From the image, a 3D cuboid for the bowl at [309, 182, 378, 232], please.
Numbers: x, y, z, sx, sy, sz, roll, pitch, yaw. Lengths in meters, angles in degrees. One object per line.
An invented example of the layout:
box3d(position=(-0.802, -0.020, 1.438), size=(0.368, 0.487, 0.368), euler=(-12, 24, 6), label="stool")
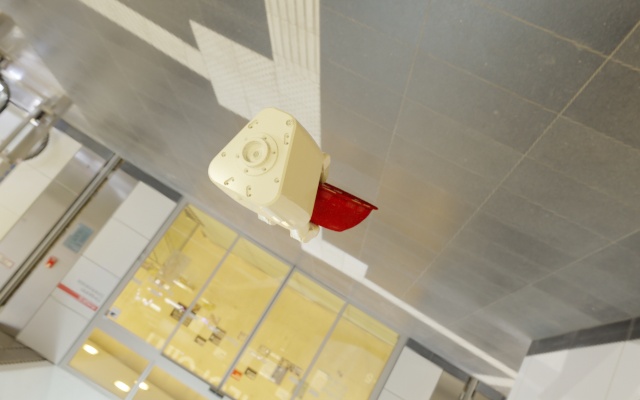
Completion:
box3d(position=(0.001, 0.003, 0.696), size=(0.162, 0.055, 0.162), euler=(24, 5, -2), label="bowl")
